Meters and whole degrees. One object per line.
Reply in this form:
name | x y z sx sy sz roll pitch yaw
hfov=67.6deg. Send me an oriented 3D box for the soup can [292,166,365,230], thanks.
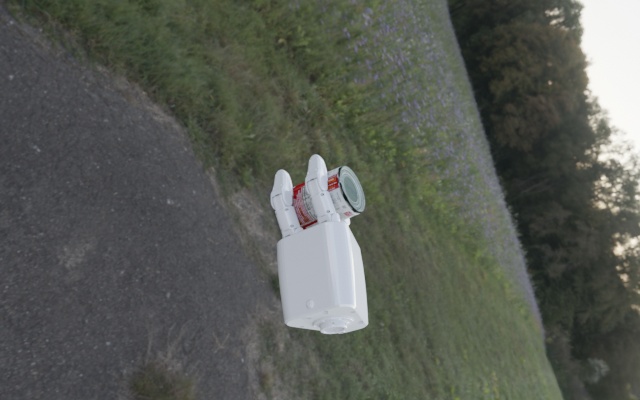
soup can | 0.000 0.002 0.644 0.102 0.068 0.068 -22 -10 25
